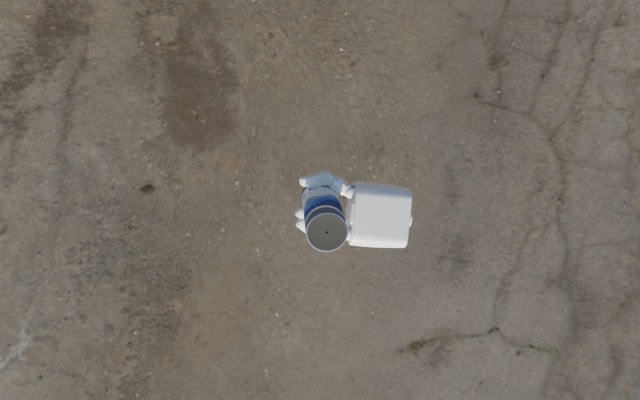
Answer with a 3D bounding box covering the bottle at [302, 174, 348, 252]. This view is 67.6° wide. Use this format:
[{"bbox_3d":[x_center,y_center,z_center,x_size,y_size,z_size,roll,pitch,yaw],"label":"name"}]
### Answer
[{"bbox_3d":[0.000,0.003,0.876,0.069,0.069,0.295,0,19,-4],"label":"bottle"}]
